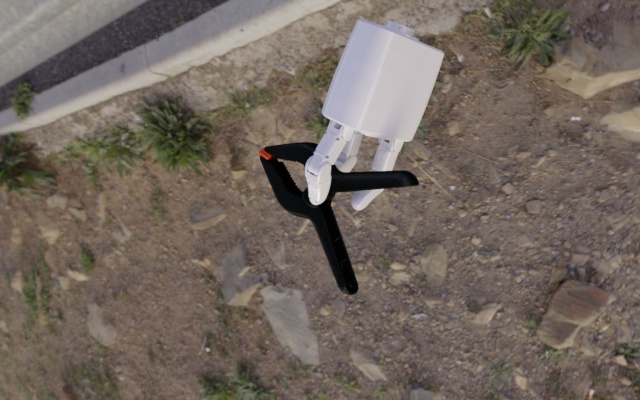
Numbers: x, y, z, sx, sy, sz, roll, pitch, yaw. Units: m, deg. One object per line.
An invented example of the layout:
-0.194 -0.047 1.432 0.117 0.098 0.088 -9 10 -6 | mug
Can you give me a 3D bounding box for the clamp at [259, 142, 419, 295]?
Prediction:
-0.001 0.001 0.576 0.210 0.165 0.036 31 22 30 | clamp
